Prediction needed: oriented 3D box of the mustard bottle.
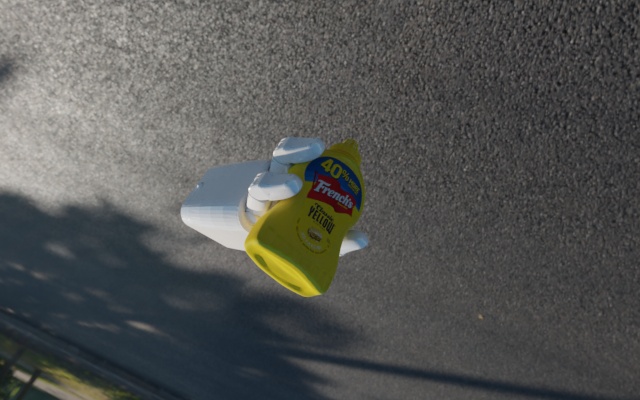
[{"bbox_3d":[0.000,0.002,0.523,0.096,0.191,0.058,41,-36,-18],"label":"mustard bottle"}]
